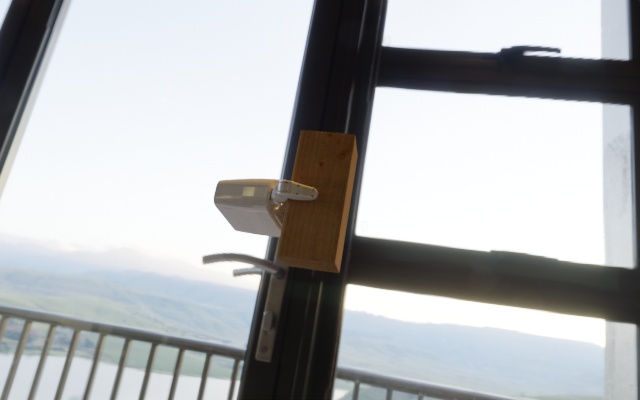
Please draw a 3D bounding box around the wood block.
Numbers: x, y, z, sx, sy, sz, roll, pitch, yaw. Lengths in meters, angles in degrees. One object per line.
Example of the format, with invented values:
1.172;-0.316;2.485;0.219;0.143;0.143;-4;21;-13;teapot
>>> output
0.000;0.002;0.764;0.090;0.206;0.091;7;-16;10;wood block
